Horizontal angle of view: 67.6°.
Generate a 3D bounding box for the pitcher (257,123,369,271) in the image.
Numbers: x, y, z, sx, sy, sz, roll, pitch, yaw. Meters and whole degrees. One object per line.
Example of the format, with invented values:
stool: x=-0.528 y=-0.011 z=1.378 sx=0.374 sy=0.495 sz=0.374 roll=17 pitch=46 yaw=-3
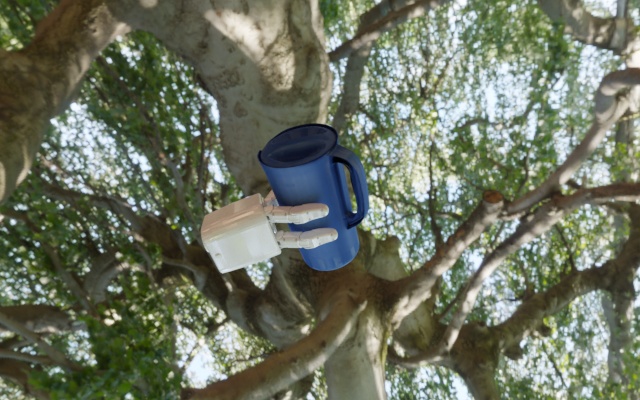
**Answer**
pitcher: x=0.000 y=0.003 z=0.812 sx=0.145 sy=0.243 sz=0.149 roll=-21 pitch=34 yaw=-5
